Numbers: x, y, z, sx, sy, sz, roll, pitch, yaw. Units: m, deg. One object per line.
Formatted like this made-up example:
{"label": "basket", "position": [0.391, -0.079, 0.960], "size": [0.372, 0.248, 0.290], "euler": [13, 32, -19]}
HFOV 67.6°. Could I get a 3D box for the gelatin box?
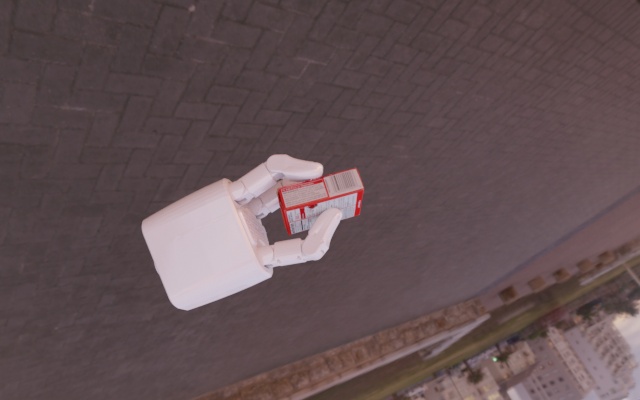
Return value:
{"label": "gelatin box", "position": [0.001, 0.002, 0.523], "size": [0.089, 0.030, 0.073], "euler": [-15, -23, -5]}
